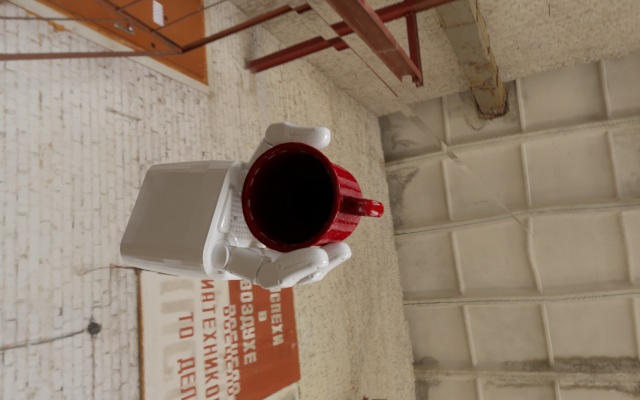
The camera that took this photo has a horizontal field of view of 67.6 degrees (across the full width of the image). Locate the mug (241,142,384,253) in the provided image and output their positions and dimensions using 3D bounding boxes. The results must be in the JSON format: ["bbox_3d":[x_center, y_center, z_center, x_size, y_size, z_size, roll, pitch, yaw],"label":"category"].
[{"bbox_3d":[0.001,0.001,0.429,0.117,0.093,0.081,4,-4,24],"label":"mug"}]
